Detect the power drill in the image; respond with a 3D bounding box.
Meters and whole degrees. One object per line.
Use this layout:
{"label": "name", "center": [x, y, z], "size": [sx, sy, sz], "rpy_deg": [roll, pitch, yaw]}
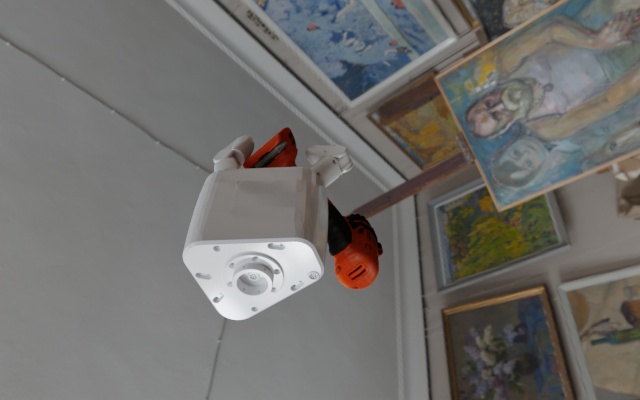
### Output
{"label": "power drill", "center": [0.000, 0.002, 0.560], "size": [0.057, 0.187, 0.184], "rpy_deg": [-41, 8, 9]}
